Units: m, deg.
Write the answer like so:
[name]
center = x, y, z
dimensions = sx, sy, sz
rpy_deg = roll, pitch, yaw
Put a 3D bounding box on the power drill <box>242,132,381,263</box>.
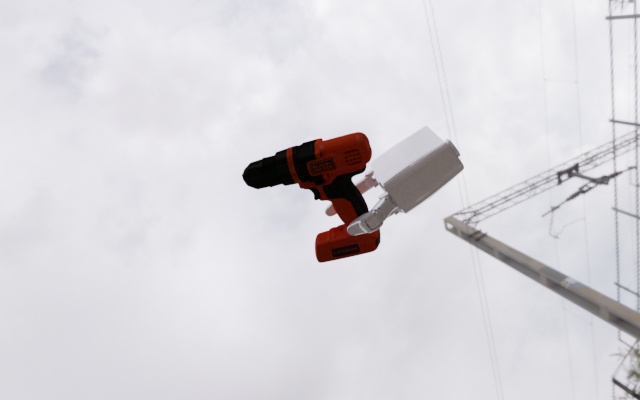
[power drill]
center = 0.001, 0.003, 0.691
dimensions = 0.184, 0.188, 0.057
rpy_deg = -13, 33, 14
